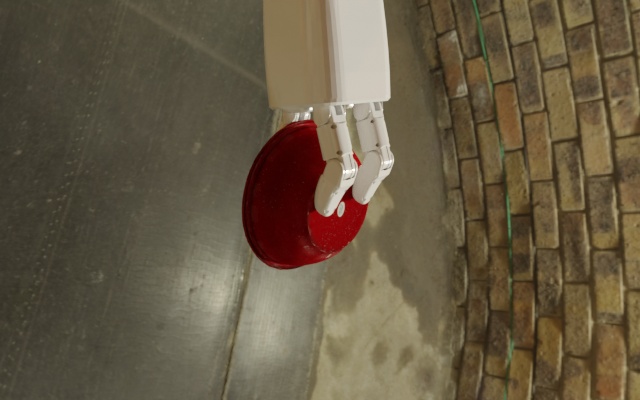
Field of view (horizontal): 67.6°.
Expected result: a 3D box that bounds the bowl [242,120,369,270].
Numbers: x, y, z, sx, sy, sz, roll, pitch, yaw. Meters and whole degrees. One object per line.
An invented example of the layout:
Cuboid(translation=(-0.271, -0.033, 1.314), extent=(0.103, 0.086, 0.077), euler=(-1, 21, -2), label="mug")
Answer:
Cuboid(translation=(0.001, 0.003, 0.486), extent=(0.055, 0.162, 0.162), euler=(18, 12, 40), label="bowl")
